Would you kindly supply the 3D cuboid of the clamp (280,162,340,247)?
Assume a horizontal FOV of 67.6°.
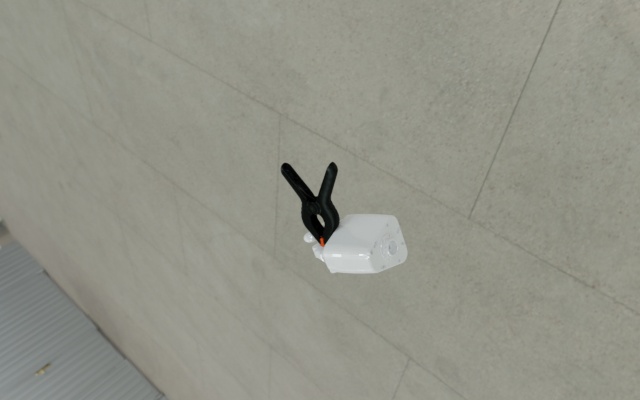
[{"bbox_3d":[0.000,0.003,0.873,0.120,0.171,0.039,-5,25,44],"label":"clamp"}]
